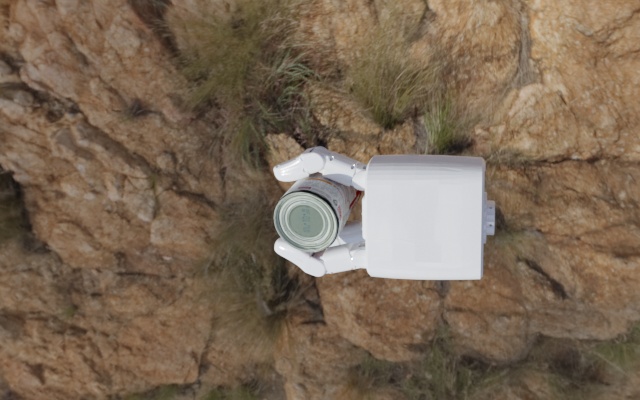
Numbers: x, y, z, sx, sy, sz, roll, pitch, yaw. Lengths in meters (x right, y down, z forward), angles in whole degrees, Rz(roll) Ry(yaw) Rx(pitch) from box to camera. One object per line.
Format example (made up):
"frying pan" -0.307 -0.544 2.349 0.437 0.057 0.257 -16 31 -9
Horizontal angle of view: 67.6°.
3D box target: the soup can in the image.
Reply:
"soup can" -0.001 0.002 0.499 0.068 0.068 0.102 0 24 18
